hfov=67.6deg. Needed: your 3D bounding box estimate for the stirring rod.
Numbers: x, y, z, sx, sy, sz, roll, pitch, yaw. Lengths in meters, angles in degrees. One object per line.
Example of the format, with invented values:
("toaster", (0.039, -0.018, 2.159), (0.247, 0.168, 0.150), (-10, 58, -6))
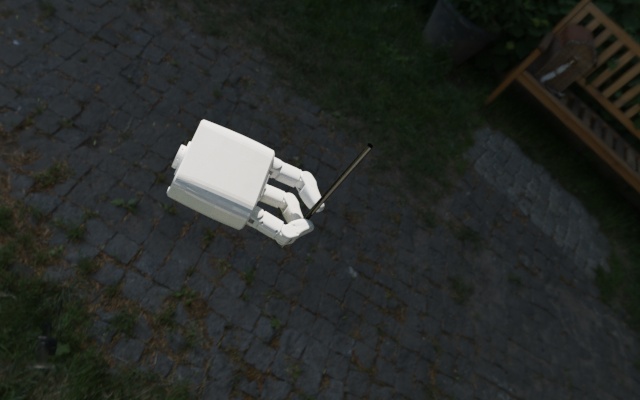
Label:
("stirring rod", (0.000, 0.002, 0.636), (0.011, 0.011, 0.240), (0, -33, -35))
